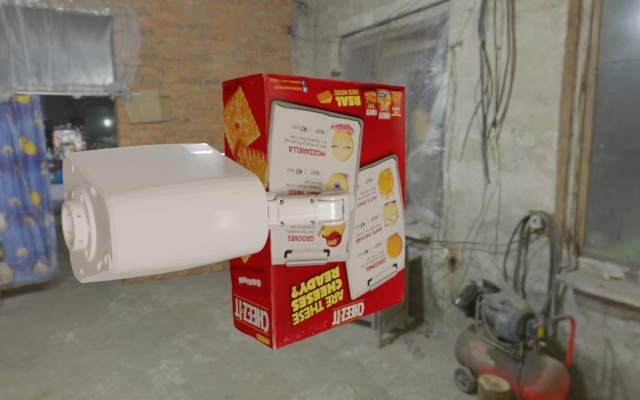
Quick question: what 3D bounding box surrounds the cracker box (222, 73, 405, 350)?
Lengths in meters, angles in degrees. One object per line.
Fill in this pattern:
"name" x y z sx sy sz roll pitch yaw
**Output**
"cracker box" 0.000 0.001 0.434 0.164 0.214 0.072 -8 10 -40
